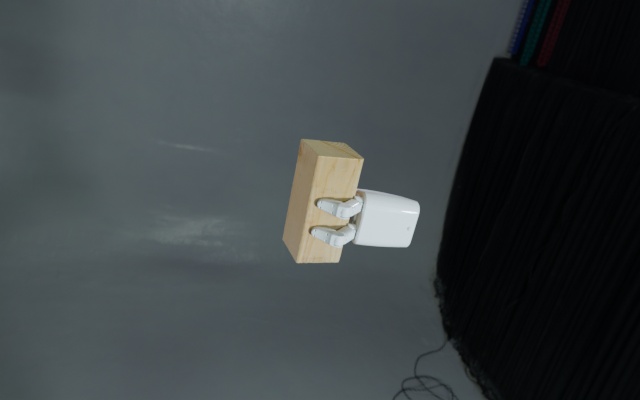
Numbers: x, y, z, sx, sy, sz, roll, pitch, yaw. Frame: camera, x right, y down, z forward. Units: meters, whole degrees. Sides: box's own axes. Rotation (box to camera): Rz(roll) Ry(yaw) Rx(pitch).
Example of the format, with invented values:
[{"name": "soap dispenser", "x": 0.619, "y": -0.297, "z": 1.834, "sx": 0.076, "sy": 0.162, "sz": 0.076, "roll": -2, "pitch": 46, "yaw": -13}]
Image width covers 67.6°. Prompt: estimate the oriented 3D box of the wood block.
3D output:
[{"name": "wood block", "x": 0.000, "y": 0.003, "z": 0.872, "sx": 0.090, "sy": 0.206, "sz": 0.090, "roll": 2, "pitch": 24, "yaw": -23}]
